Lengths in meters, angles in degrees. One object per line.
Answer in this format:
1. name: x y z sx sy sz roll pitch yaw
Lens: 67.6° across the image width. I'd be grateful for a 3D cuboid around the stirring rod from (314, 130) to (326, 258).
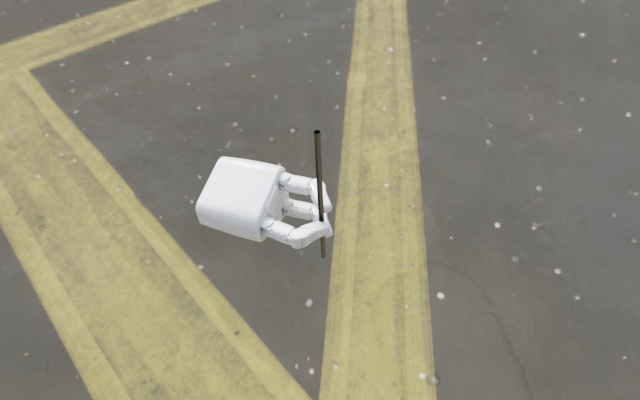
1. stirring rod: 0.000 0.002 0.662 0.011 0.011 0.240 -1 -45 1
